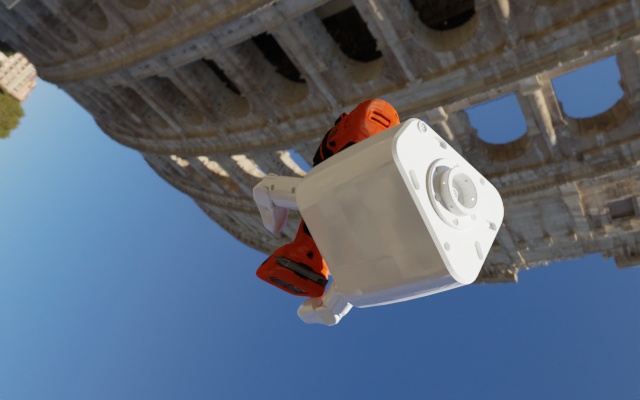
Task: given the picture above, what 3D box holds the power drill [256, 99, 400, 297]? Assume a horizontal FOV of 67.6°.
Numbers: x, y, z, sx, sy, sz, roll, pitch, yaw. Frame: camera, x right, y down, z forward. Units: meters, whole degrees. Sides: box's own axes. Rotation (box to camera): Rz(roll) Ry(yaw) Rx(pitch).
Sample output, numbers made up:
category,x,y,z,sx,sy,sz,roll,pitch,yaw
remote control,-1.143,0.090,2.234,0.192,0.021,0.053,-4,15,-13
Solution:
category,x,y,z,sx,sy,sz,roll,pitch,yaw
power drill,0.000,0.002,0.484,0.057,0.187,0.184,26,-15,-8
